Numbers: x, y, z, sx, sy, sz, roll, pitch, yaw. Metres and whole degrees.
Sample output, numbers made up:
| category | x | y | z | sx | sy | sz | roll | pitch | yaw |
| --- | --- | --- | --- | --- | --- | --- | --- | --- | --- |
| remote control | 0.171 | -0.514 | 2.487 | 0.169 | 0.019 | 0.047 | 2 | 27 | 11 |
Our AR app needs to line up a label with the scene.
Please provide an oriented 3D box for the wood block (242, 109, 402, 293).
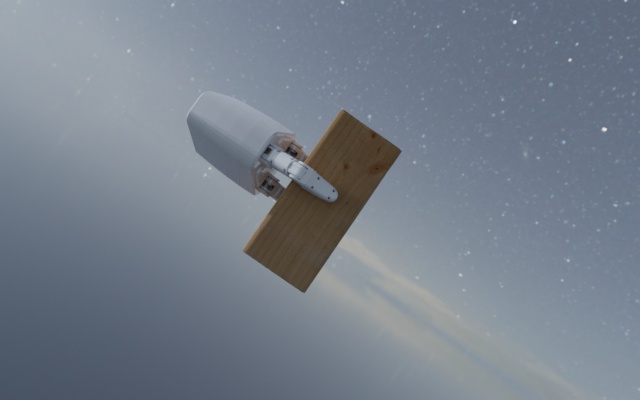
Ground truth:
| category | x | y | z | sx | sy | sz | roll | pitch | yaw |
| --- | --- | --- | --- | --- | --- | --- | --- | --- | --- |
| wood block | 0.000 | 0.002 | 0.603 | 0.090 | 0.206 | 0.091 | 35 | -5 | -2 |
